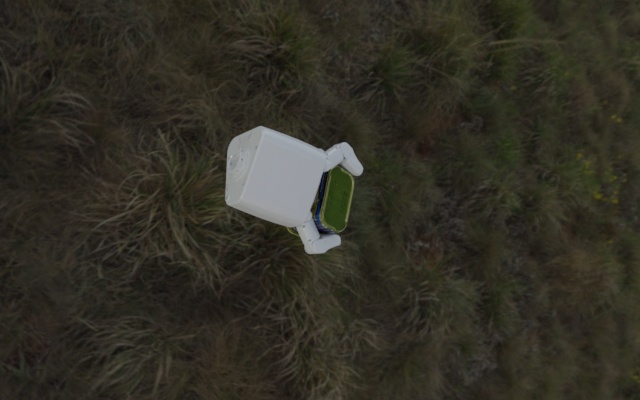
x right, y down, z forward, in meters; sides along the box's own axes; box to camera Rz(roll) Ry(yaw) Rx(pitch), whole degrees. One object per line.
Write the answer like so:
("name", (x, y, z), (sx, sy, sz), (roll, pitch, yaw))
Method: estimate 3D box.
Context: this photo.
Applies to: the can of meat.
("can of meat", (0.000, 0.002, 0.725), (0.057, 0.102, 0.084), (25, -22, -35))
